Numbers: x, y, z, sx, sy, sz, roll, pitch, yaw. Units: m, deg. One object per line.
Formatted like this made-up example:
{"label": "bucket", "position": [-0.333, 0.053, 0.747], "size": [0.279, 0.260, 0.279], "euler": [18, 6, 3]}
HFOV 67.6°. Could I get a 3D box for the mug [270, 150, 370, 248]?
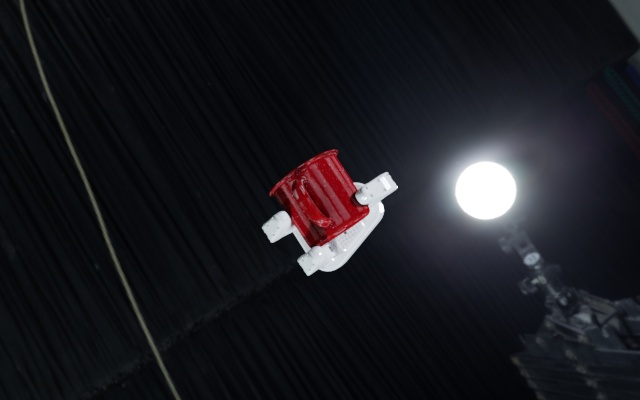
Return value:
{"label": "mug", "position": [0.000, 0.002, 0.529], "size": [0.093, 0.081, 0.117], "euler": [-35, -7, 9]}
